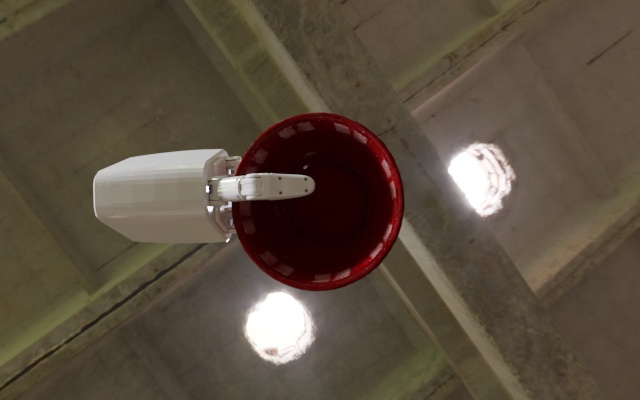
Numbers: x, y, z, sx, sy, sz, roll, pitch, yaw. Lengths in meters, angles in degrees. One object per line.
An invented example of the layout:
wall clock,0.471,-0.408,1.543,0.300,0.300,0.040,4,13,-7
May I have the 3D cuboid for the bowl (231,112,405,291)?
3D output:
bowl,0.001,0.002,0.455,0.162,0.162,0.055,0,-2,14
